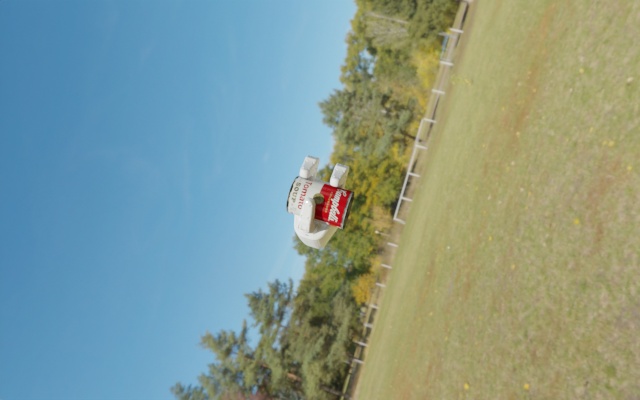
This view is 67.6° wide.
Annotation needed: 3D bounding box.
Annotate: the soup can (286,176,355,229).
[{"bbox_3d":[0.000,0.003,0.818,0.102,0.068,0.068,17,3,9],"label":"soup can"}]
